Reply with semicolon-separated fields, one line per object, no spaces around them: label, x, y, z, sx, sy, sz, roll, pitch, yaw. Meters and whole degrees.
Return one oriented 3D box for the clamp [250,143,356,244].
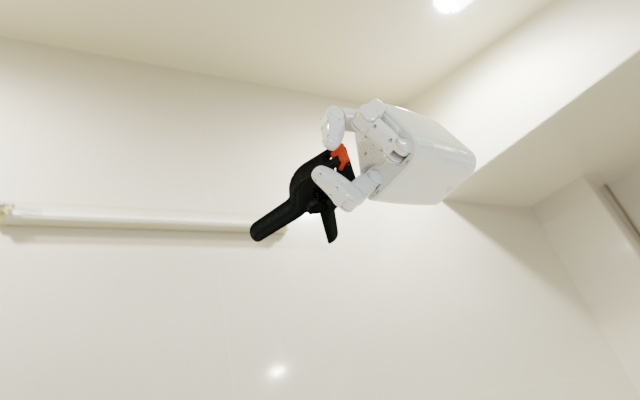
clamp;0.000;0.001;0.580;0.120;0.039;0.171;5;-39;-37
